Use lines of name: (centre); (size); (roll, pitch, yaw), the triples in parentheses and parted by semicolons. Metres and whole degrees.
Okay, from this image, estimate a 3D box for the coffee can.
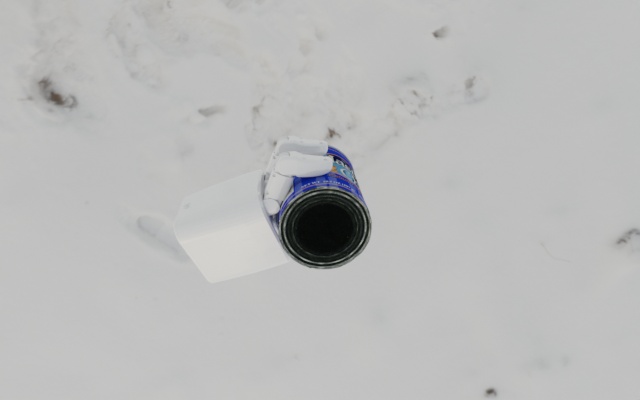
coffee can: (0.000, 0.002, 0.577); (0.103, 0.103, 0.140); (0, 26, -5)
